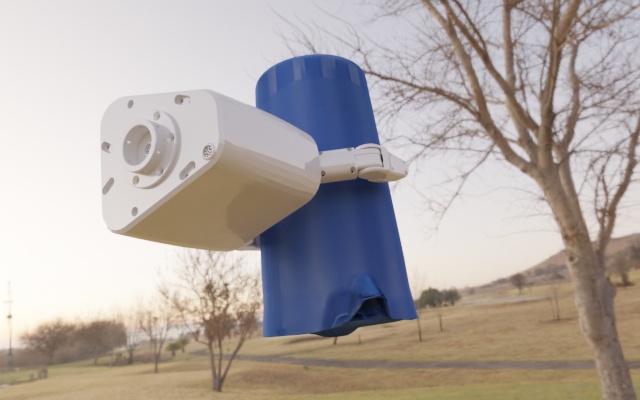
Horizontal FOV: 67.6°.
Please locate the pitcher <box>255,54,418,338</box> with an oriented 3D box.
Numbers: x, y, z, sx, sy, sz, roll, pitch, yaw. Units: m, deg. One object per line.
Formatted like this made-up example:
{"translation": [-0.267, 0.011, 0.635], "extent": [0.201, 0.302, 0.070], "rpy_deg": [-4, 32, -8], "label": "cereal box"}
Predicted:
{"translation": [0.000, 0.001, 0.445], "extent": [0.149, 0.242, 0.145], "rpy_deg": [-14, -15, 27], "label": "pitcher"}
